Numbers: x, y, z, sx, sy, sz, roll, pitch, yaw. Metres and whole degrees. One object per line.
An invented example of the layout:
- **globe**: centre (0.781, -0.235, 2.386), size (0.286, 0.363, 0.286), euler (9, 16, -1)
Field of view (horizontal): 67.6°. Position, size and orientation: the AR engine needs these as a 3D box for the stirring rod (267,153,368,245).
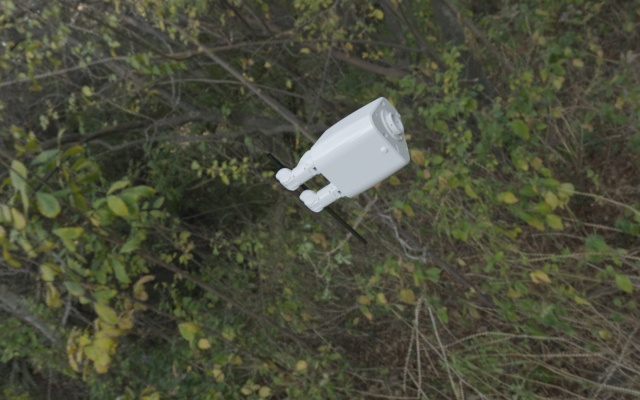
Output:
- **stirring rod**: centre (0.000, 0.003, 0.781), size (0.240, 0.011, 0.011), euler (42, -22, -27)
